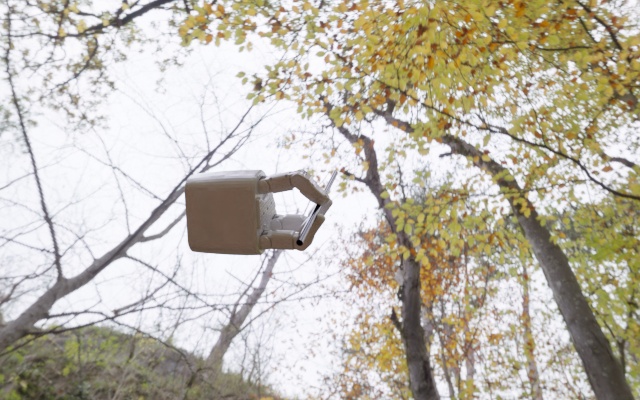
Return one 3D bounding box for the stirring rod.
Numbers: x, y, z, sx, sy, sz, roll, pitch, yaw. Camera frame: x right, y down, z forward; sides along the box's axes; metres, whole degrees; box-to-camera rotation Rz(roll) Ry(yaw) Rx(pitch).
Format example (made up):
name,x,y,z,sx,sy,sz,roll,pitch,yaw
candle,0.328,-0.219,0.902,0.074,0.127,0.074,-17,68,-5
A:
name,x,y,z,sx,sy,sz,roll,pitch,yaw
stirring rod,0.000,0.002,0.654,0.011,0.011,0.239,0,23,13
